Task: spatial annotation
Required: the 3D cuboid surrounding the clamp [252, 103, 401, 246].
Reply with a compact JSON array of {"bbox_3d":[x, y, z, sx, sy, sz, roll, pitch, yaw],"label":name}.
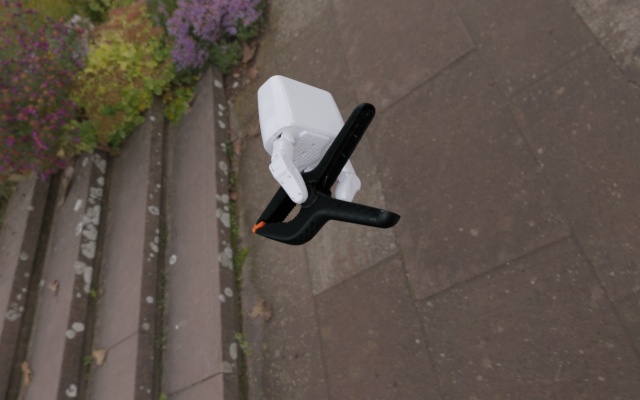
[{"bbox_3d":[-0.001,0.002,0.559,0.210,0.164,0.036,-37,-44,27],"label":"clamp"}]
